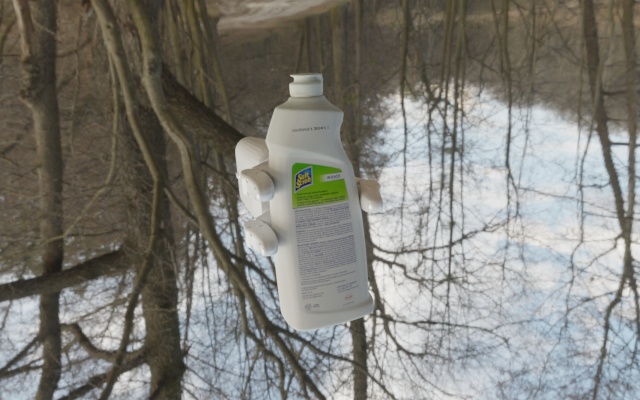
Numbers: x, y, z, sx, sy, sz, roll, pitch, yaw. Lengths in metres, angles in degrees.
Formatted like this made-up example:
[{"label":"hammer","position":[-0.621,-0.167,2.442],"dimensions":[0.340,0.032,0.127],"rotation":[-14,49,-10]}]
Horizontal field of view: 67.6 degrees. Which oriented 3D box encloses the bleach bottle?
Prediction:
[{"label":"bleach bottle","position":[0.000,0.002,0.480],"dimensions":[0.102,0.251,0.068],"rotation":[-10,19,-22]}]
